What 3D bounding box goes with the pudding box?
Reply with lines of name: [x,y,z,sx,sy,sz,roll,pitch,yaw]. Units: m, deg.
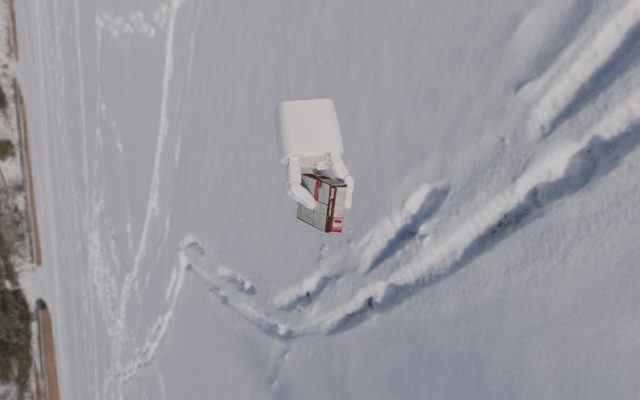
pudding box: [0.000,0.003,0.877,0.039,0.090,0.113,-1,13,-30]
